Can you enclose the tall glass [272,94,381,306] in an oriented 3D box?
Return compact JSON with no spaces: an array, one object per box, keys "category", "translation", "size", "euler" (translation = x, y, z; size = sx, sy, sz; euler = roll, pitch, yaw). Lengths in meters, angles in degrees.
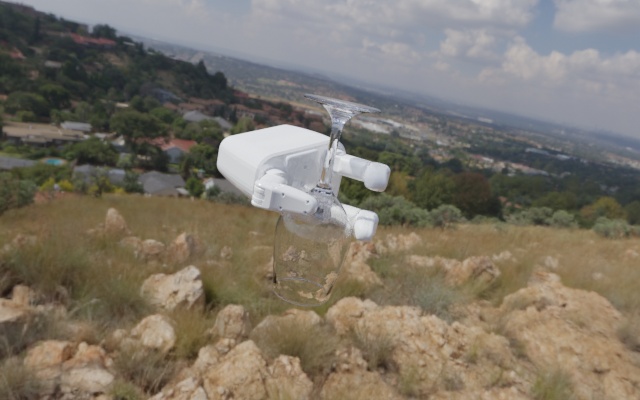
[{"category":"tall glass","translation":[0.000,0.001,0.475],"size":[0.079,0.201,0.079],"euler":[11,15,-3]}]
